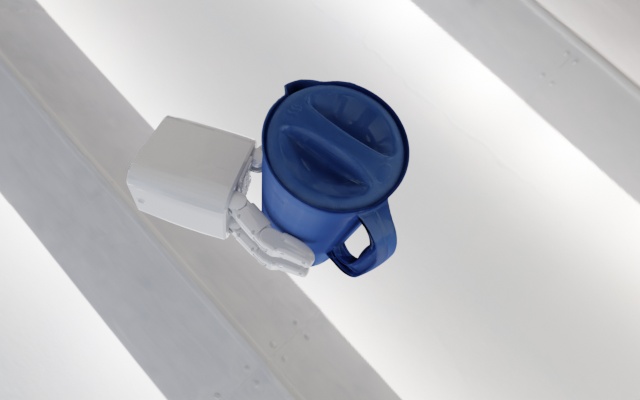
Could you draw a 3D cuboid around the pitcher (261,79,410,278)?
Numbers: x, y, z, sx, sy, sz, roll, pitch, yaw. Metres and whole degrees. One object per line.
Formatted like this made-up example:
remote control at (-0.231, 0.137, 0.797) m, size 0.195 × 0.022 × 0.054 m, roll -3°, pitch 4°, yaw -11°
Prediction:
pitcher at (0.000, 0.002, 0.518) m, size 0.145 × 0.149 × 0.243 m, roll 17°, pitch -25°, yaw -3°
